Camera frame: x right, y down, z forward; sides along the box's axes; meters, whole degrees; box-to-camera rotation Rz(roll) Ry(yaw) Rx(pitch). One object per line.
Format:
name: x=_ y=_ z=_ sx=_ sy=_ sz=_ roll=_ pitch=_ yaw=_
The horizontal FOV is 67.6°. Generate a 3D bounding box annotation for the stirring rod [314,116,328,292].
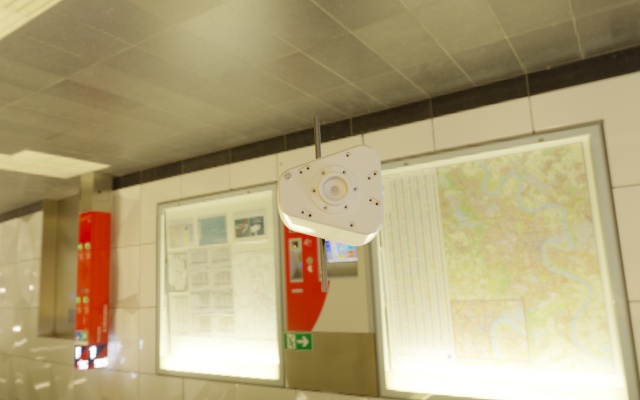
stirring rod: x=0.000 y=0.002 z=0.648 sx=0.011 sy=0.239 sz=0.011 roll=-3 pitch=-9 yaw=0
